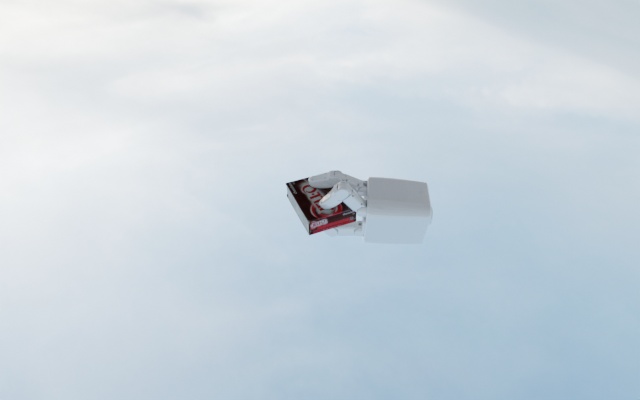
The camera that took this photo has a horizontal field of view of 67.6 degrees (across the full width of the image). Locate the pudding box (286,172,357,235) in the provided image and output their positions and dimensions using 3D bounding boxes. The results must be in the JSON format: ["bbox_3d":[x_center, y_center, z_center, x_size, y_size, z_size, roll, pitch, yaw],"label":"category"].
[{"bbox_3d":[0.000,0.003,0.833,0.090,0.039,0.113,-15,41,-18],"label":"pudding box"}]
